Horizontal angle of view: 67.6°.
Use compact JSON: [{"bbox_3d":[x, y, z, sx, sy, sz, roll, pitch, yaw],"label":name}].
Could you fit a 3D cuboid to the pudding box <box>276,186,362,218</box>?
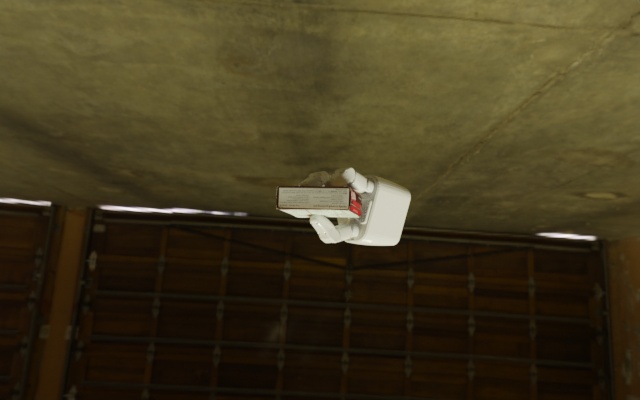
[{"bbox_3d":[0.000,0.003,0.718,0.113,0.039,0.090,-1,-10,14],"label":"pudding box"}]
